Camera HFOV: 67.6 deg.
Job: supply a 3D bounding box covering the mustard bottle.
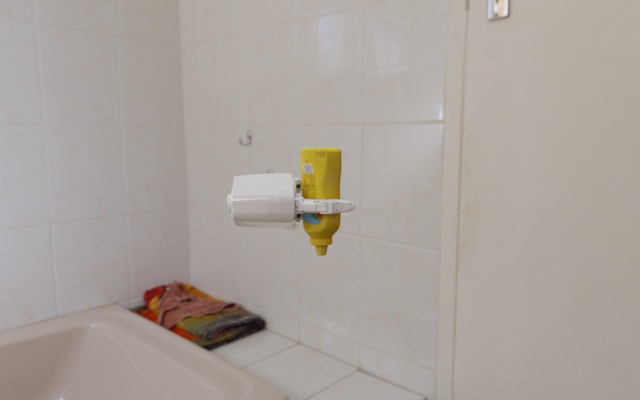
[{"bbox_3d":[0.000,0.002,0.846,0.058,0.191,0.096,-5,9,-31],"label":"mustard bottle"}]
